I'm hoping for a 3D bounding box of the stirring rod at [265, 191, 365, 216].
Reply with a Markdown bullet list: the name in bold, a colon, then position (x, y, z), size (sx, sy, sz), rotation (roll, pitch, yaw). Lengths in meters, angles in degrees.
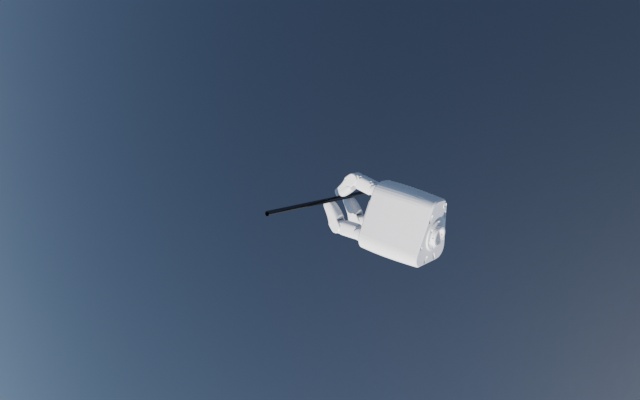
- **stirring rod**: position (0.000, 0.003, 0.787), size (0.011, 0.011, 0.239), rotation (0, 8, 41)
